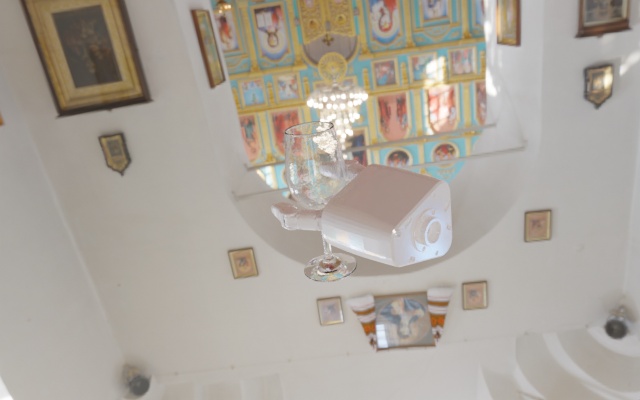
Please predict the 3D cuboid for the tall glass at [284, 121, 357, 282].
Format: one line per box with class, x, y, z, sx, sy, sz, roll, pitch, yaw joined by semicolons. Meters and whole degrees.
tall glass;0.000;0.003;0.622;0.079;0.201;0.079;-8;22;3
